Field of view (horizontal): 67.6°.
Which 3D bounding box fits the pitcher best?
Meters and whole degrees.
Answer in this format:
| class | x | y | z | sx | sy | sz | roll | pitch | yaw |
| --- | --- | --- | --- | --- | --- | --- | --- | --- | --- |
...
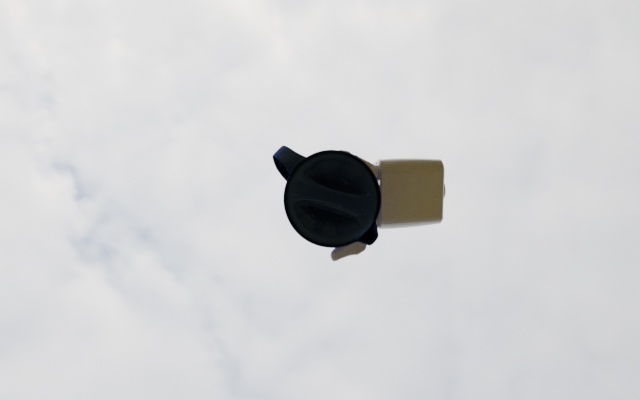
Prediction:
| class | x | y | z | sx | sy | sz | roll | pitch | yaw |
| --- | --- | --- | --- | --- | --- | --- | --- | --- | --- |
| pitcher | 0.000 | 0.003 | 0.755 | 0.145 | 0.149 | 0.243 | -2 | -6 | -5 |
